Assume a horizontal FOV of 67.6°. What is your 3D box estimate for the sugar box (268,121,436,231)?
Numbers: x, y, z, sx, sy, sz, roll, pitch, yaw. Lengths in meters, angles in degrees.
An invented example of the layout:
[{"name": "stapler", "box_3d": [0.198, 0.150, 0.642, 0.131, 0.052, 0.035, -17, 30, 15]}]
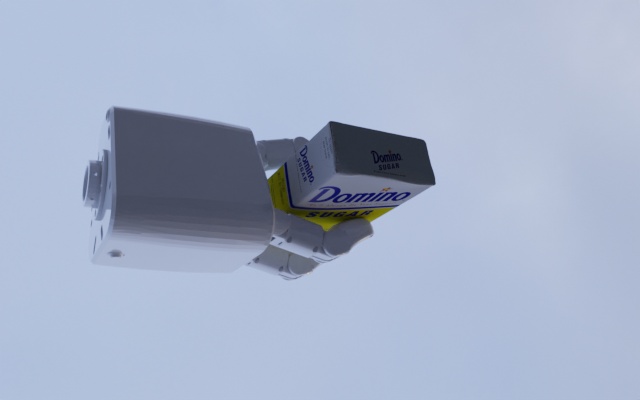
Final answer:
[{"name": "sugar box", "box_3d": [0.000, 0.002, 0.401, 0.093, 0.048, 0.176, 5, -23, -33]}]
